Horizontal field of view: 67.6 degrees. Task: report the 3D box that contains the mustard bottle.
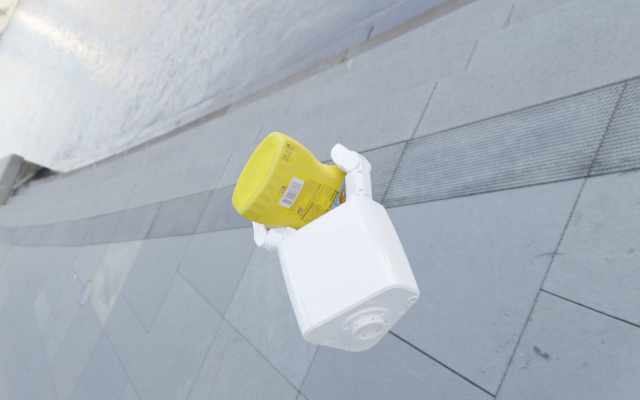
[{"bbox_3d":[0.000,0.002,0.553,0.192,0.096,0.058,25,9,-39],"label":"mustard bottle"}]
